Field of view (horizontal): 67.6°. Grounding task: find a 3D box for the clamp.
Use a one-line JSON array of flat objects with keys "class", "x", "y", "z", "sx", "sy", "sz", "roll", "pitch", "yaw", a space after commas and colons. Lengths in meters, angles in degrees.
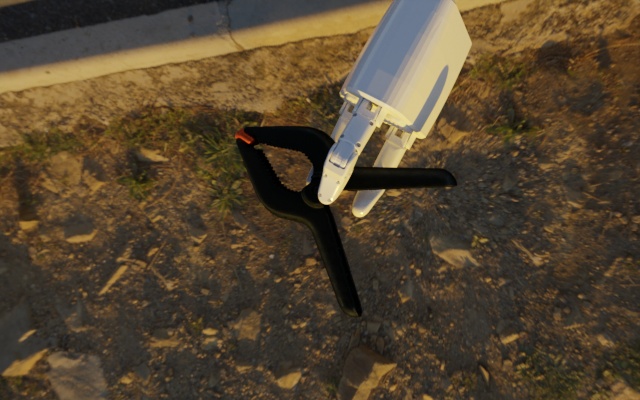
[{"class": "clamp", "x": 0.000, "y": 0.001, "z": 0.463, "sx": 0.210, "sy": 0.164, "sz": 0.036, "roll": 29, "pitch": 6, "yaw": 11}]
